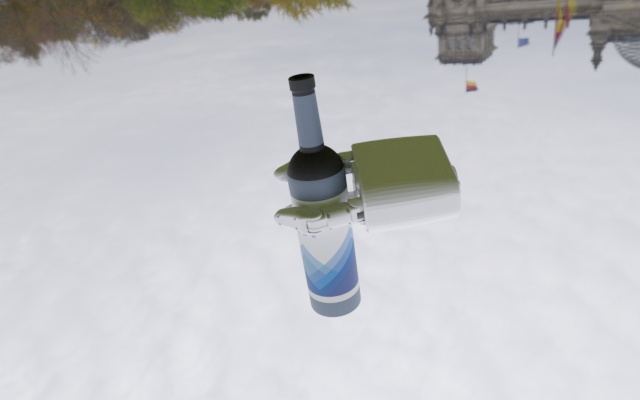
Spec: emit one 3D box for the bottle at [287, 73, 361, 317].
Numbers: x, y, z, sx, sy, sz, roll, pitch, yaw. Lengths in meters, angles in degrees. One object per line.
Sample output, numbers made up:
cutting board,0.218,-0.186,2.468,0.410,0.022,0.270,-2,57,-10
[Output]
bottle,0.000,0.002,0.557,0.069,0.296,0.069,-7,28,4
